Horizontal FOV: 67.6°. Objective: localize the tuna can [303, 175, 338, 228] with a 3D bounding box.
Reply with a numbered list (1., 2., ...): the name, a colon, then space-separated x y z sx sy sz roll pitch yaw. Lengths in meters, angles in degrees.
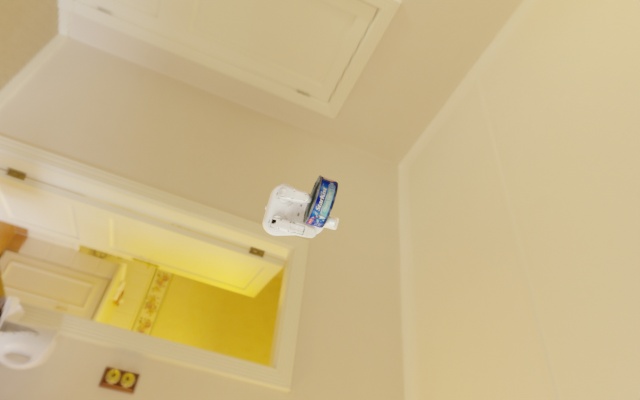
1. tuna can: 0.001 0.003 0.816 0.034 0.086 0.086 19 -3 -7
